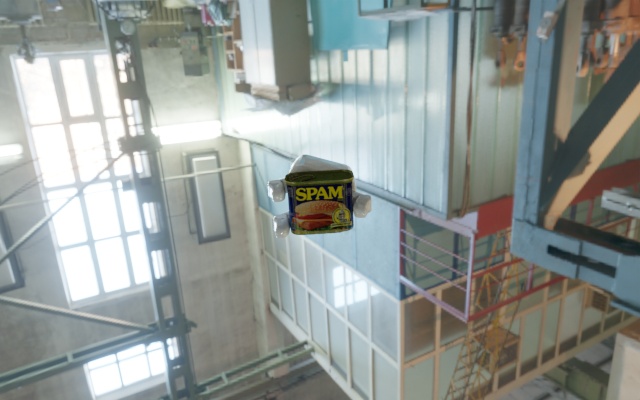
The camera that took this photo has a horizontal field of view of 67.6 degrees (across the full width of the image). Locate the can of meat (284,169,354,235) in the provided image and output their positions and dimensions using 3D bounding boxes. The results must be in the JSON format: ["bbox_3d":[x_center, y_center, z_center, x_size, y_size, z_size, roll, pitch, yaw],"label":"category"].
[{"bbox_3d":[0.000,0.003,0.716,0.102,0.084,0.057,-3,19,0],"label":"can of meat"}]
